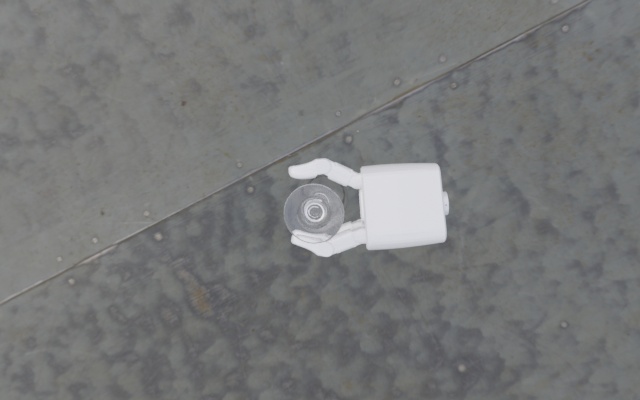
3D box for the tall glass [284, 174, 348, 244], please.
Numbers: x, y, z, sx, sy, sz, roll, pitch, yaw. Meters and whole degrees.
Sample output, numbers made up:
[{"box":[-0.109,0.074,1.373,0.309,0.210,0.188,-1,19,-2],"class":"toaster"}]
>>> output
[{"box":[0.000,0.002,0.679,0.079,0.079,0.201,0,8,4],"class":"tall glass"}]
